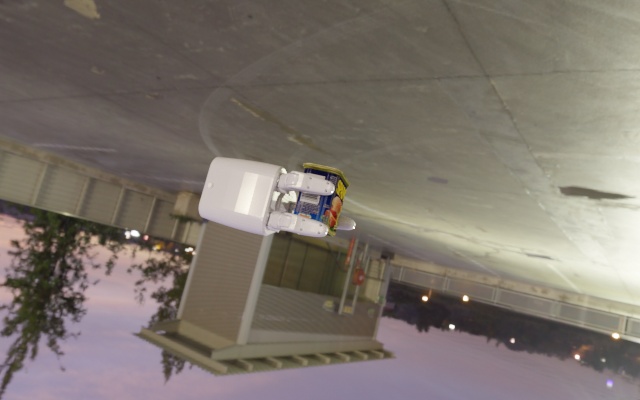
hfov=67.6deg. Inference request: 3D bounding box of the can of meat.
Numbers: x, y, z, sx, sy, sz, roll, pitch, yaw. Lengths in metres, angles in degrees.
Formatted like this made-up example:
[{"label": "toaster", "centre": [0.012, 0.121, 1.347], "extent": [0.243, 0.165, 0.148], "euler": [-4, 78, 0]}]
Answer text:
[{"label": "can of meat", "centre": [0.000, 0.003, 0.673], "extent": [0.057, 0.084, 0.102], "euler": [13, -8, 13]}]
